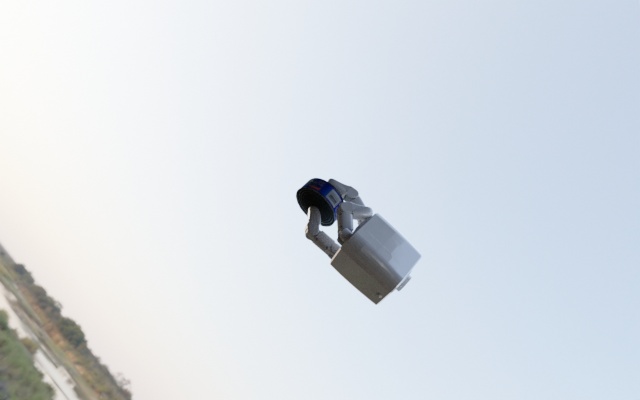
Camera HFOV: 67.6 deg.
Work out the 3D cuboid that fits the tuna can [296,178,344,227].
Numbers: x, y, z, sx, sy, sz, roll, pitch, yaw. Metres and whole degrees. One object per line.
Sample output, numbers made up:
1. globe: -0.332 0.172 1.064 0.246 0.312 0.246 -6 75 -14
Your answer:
1. tuna can: 0.000 0.002 0.837 0.086 0.086 0.033 0 37 50
